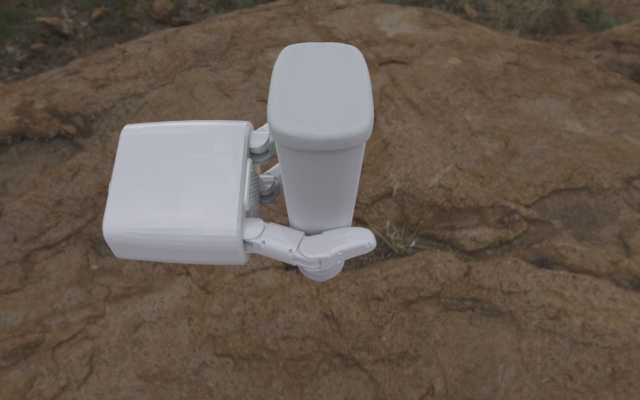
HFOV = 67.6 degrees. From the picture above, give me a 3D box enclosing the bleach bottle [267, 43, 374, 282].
[{"bbox_3d":[0.000,0.001,0.406,0.068,0.102,0.251,0,-39,0],"label":"bleach bottle"}]
